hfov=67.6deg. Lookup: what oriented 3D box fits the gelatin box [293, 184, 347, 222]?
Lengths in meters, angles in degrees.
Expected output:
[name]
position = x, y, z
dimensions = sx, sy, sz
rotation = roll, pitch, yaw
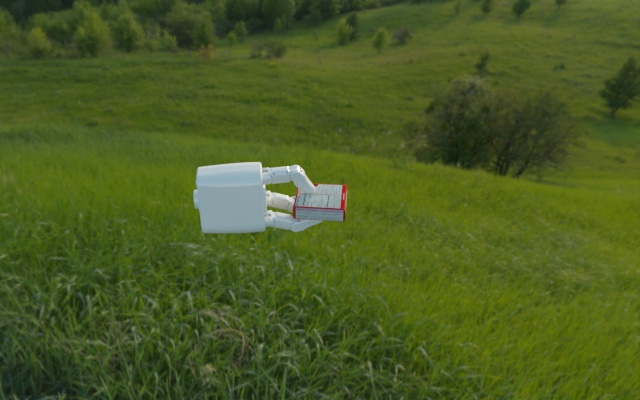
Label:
[gelatin box]
position = 0.000, 0.002, 0.826
dimensions = 0.089, 0.030, 0.073
rotation = 2, 36, 4
